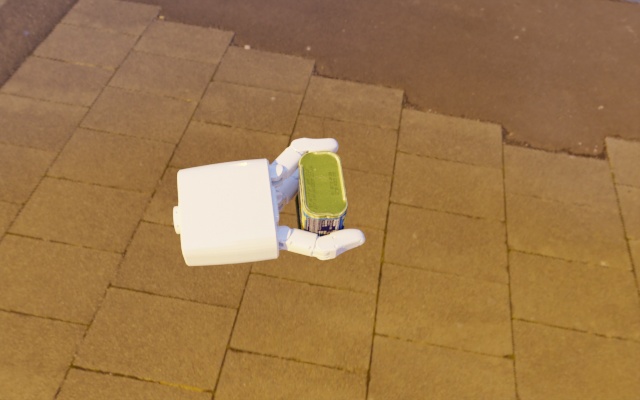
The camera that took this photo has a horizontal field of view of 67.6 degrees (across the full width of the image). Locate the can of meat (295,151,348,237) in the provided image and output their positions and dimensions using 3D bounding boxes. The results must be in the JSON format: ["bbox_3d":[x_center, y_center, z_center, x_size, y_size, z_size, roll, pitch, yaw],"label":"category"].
[{"bbox_3d":[0.000,0.002,0.586,0.057,0.102,0.084,-3,-35,-6],"label":"can of meat"}]
